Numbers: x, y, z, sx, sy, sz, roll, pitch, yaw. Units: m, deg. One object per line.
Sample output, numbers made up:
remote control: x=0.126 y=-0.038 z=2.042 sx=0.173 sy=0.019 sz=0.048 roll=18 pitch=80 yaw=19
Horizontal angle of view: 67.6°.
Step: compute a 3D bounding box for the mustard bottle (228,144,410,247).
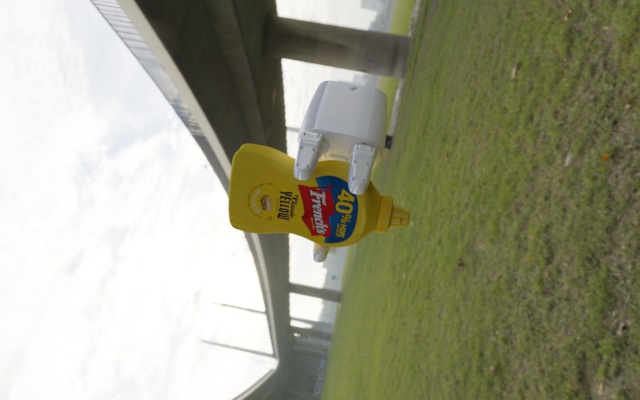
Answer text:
mustard bottle: x=0.000 y=0.002 z=0.515 sx=0.191 sy=0.096 sz=0.058 roll=11 pitch=25 yaw=4
